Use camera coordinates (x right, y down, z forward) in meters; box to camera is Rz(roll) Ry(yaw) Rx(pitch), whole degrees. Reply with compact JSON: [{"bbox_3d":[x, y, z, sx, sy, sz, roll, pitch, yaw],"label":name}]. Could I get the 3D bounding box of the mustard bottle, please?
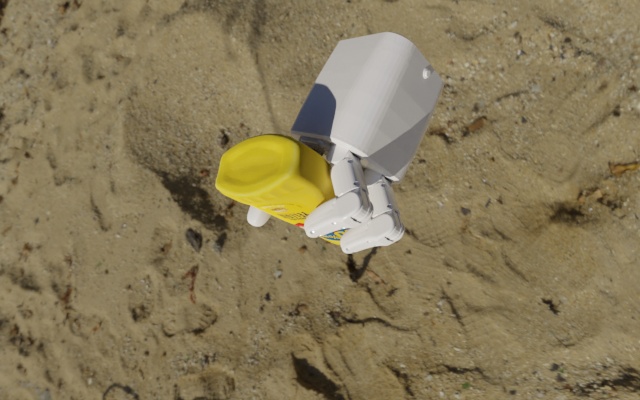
[{"bbox_3d":[0.000,0.002,0.460,0.096,0.058,0.192,-7,-24,37],"label":"mustard bottle"}]
